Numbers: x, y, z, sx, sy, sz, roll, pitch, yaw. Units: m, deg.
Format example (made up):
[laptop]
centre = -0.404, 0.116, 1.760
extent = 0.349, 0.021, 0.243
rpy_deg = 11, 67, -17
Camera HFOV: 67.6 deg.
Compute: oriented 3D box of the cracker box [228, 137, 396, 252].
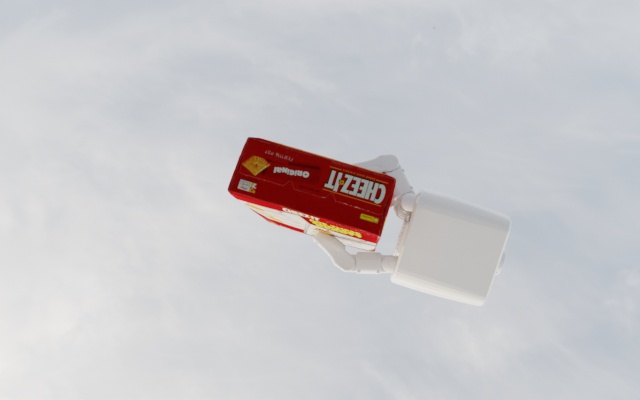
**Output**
[cracker box]
centre = 0.000, 0.002, 0.581
extent = 0.164, 0.072, 0.214
rpy_deg = 16, -9, 7
